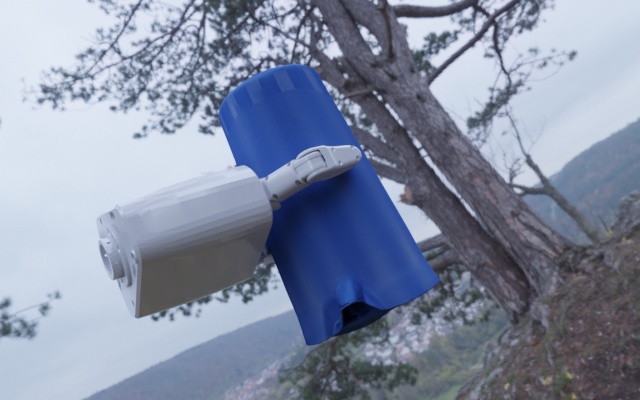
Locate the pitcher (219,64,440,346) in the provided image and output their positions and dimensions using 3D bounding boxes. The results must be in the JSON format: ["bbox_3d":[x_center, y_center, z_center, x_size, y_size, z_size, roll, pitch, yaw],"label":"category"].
[{"bbox_3d":[0.000,0.002,0.462,0.145,0.243,0.149,-19,-11,-34],"label":"pitcher"}]
